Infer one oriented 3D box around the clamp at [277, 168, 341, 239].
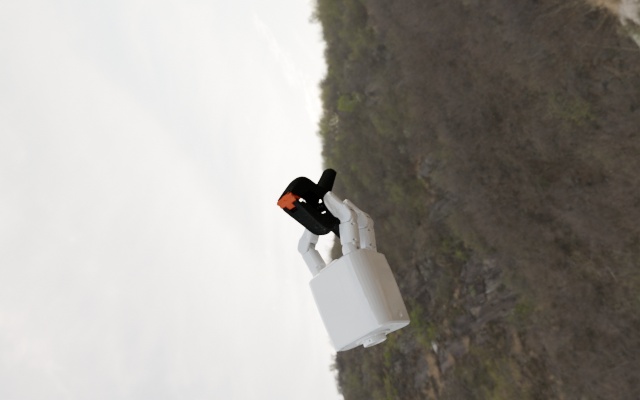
[{"bbox_3d":[-0.001,0.003,0.726,0.036,0.164,0.210,-34,-27,22],"label":"clamp"}]
